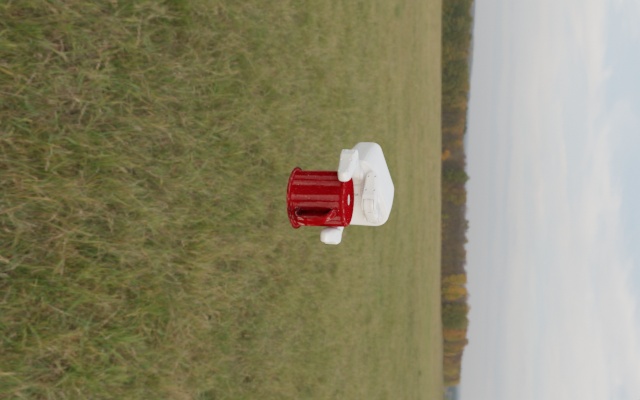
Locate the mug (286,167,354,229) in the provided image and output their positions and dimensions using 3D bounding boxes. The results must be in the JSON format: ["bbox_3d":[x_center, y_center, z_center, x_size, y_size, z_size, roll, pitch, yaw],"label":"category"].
[{"bbox_3d":[0.000,0.003,0.691,0.081,0.093,0.117,2,26,15],"label":"mug"}]
